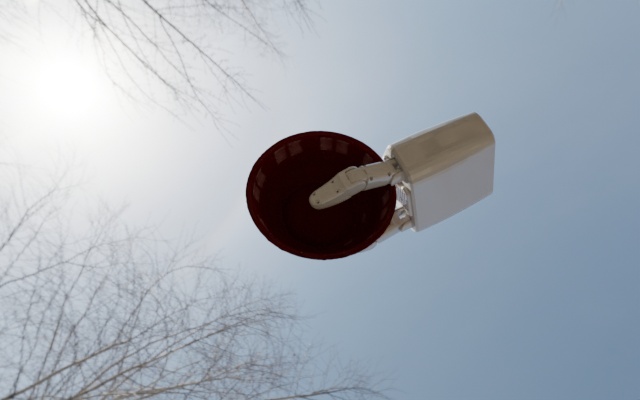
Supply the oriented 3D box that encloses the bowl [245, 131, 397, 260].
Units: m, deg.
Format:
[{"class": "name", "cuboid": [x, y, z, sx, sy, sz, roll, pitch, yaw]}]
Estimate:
[{"class": "bowl", "cuboid": [-0.001, 0.002, 0.532, 0.162, 0.162, 0.055, 0, -30, -3]}]
